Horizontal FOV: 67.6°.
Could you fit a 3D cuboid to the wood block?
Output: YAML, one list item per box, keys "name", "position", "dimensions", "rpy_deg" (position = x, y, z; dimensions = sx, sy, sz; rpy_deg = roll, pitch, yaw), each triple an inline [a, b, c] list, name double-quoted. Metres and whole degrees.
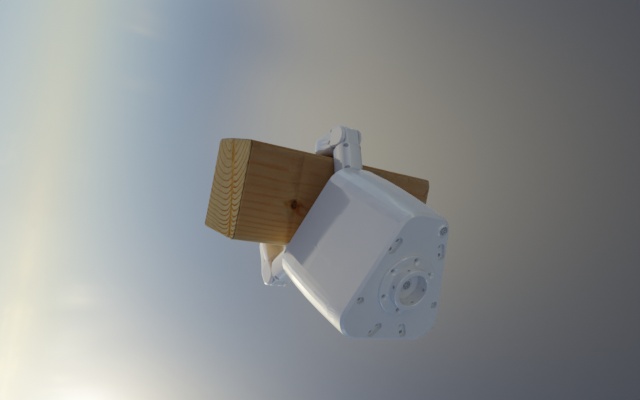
- name: "wood block"
  position: [0.000, 0.001, 0.495]
  dimensions: [0.206, 0.091, 0.090]
  rpy_deg: [10, 1, -30]
